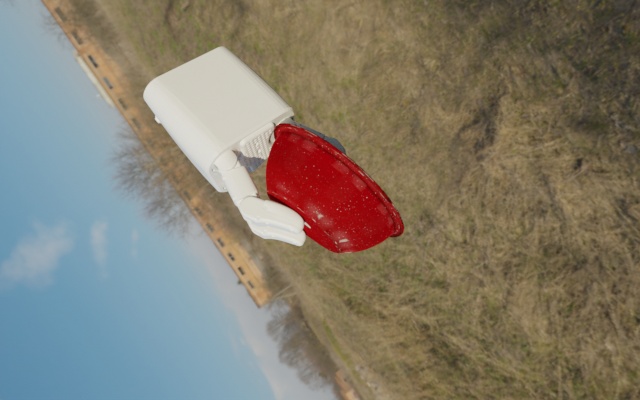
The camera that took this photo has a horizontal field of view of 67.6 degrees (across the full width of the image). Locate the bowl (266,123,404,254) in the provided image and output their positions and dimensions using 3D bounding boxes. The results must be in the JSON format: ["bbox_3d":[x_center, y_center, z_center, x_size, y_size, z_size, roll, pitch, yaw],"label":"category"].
[{"bbox_3d":[0.001,0.003,0.462,0.162,0.055,0.162,38,-13,10],"label":"bowl"}]
